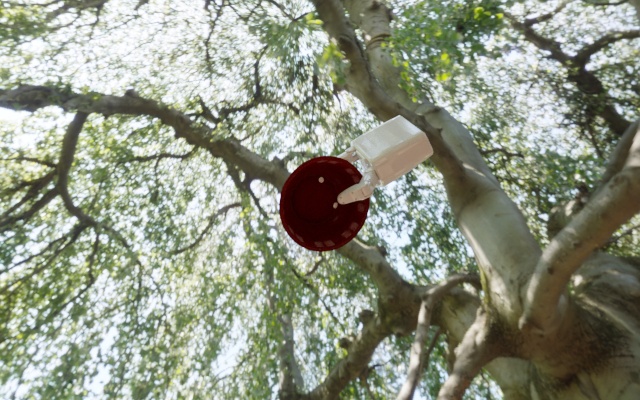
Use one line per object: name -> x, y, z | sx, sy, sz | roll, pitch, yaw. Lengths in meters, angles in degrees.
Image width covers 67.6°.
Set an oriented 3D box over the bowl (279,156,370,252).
bowl -> -0.001, 0.003, 0.811 | 0.162, 0.162, 0.055 | 0, 10, -22
